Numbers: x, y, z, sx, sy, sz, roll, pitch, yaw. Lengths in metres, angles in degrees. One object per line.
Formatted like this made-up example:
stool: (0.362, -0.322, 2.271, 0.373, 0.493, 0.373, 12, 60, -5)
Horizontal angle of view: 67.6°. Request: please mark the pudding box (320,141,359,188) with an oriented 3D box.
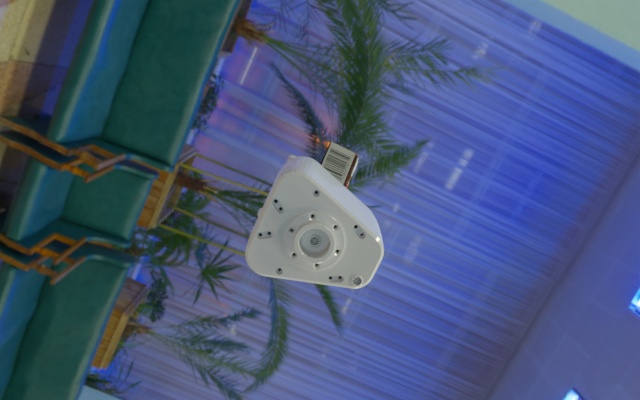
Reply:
pudding box: (0.000, 0.002, 0.548, 0.039, 0.113, 0.090, 25, -19, -2)
